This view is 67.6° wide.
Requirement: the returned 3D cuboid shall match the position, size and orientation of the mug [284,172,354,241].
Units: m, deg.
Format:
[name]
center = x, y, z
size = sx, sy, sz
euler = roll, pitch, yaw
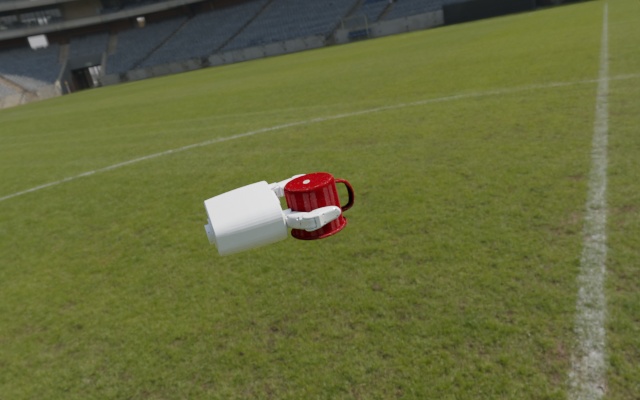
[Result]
[mug]
center = 0.001, 0.002, 0.758
size = 0.117, 0.081, 0.093
euler = -19, 21, -15
